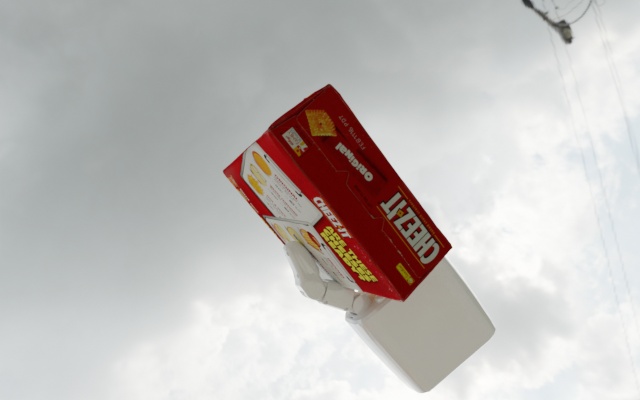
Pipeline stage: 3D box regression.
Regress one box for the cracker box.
[{"bbox_3d":[0.000,0.002,0.449,0.072,0.164,0.214,-42,10,-18],"label":"cracker box"}]
